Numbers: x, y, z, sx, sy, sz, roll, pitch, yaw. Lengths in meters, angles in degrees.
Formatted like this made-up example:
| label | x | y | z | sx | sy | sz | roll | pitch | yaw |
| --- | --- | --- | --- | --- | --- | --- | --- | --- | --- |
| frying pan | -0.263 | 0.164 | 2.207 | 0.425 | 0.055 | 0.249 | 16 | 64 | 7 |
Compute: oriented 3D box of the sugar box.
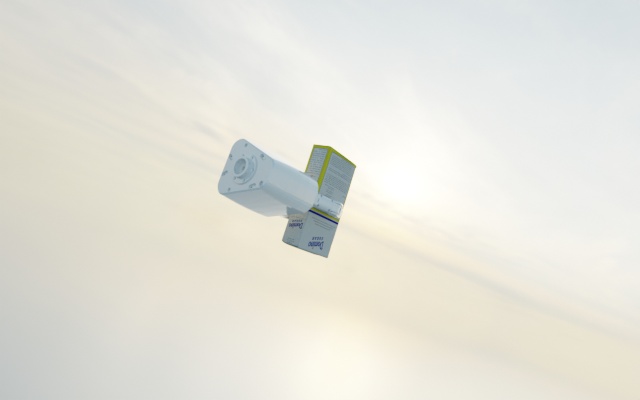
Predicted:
| label | x | y | z | sx | sy | sz | roll | pitch | yaw |
| --- | --- | --- | --- | --- | --- | --- | --- | --- | --- |
| sugar box | 0.000 | 0.002 | 0.820 | 0.048 | 0.176 | 0.093 | 15 | -9 | 39 |
